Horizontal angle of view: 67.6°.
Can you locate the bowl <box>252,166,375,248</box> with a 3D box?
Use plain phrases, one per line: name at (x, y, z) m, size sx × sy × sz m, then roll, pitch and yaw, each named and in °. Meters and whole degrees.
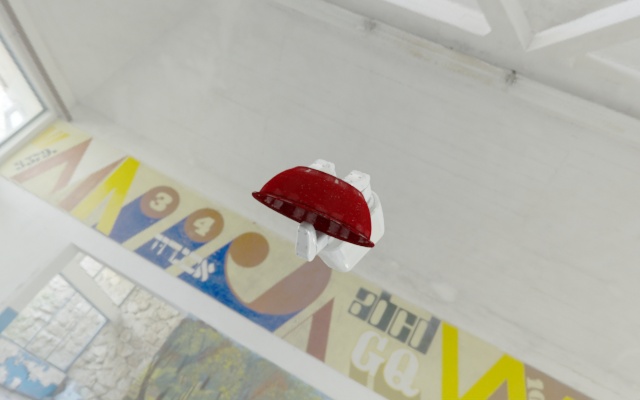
bowl at (0.000, 0.001, 0.582) m, size 0.162 × 0.055 × 0.162 m, roll 23°, pitch -9°, yaw 4°
